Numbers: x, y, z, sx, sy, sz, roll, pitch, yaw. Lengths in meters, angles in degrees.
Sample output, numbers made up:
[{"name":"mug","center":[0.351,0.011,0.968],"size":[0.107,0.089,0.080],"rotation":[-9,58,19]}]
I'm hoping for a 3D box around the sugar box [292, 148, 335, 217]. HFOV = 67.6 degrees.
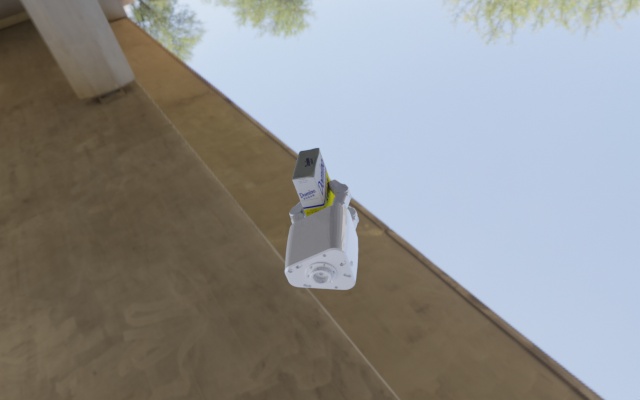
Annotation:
[{"name":"sugar box","center":[0.001,0.003,0.868],"size":[0.048,0.176,0.093],"rotation":[-8,36,13]}]
